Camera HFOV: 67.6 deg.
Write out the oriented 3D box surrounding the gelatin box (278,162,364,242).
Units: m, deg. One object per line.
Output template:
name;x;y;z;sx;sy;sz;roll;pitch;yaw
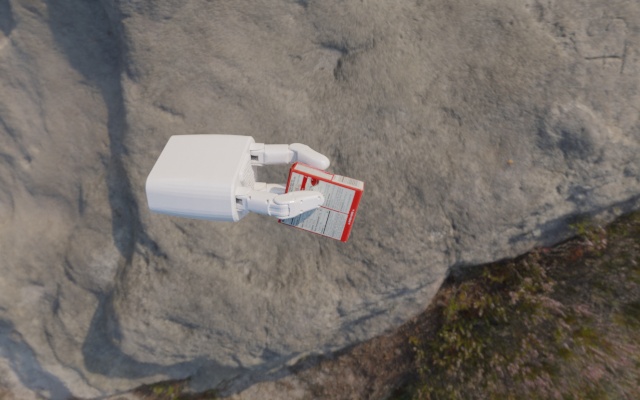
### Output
gelatin box;0.000;0.002;0.572;0.089;0.073;0.030;17;26;3
